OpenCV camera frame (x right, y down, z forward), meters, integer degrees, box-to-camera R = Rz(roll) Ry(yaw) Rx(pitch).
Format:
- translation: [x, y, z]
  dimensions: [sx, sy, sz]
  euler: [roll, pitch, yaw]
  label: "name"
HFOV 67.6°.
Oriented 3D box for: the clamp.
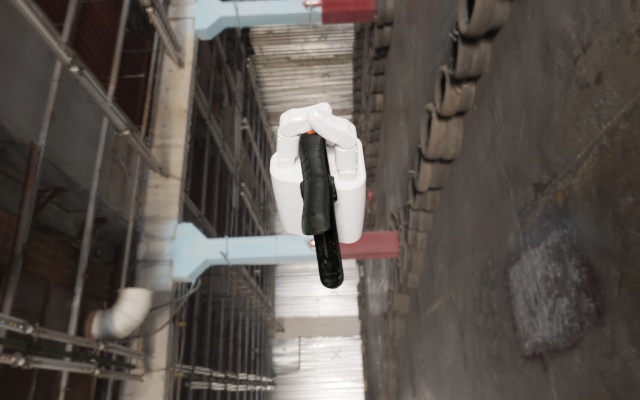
- translation: [-0.001, 0.001, 0.487]
  dimensions: [0.039, 0.171, 0.120]
  euler: [-3, -44, 2]
  label: "clamp"
